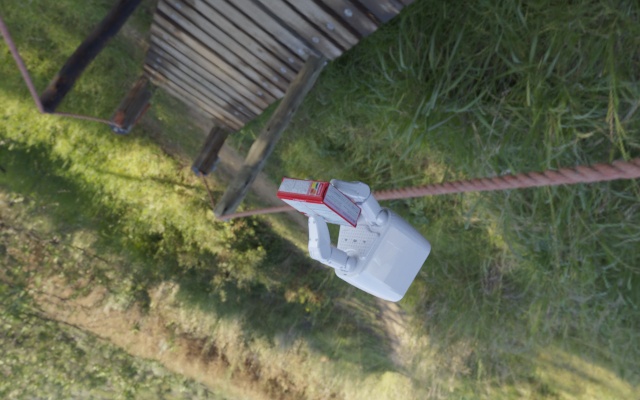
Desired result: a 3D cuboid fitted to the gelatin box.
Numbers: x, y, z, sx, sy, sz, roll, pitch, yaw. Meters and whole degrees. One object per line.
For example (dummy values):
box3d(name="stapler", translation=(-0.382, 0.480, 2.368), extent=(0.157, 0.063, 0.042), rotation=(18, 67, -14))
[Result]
box3d(name="gelatin box", translation=(0.000, 0.002, 0.609), extent=(0.073, 0.030, 0.089), rotation=(8, -17, 37))
